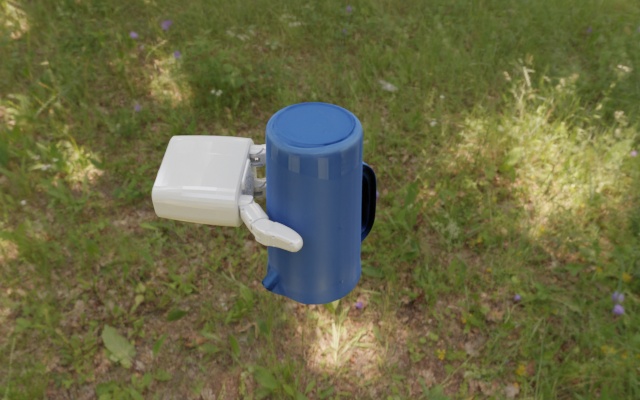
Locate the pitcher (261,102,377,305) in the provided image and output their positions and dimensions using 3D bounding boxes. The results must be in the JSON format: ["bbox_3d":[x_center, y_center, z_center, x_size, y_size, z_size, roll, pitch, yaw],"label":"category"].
[{"bbox_3d":[0.000,0.002,0.604,0.145,0.243,0.149,6,41,5],"label":"pitcher"}]
